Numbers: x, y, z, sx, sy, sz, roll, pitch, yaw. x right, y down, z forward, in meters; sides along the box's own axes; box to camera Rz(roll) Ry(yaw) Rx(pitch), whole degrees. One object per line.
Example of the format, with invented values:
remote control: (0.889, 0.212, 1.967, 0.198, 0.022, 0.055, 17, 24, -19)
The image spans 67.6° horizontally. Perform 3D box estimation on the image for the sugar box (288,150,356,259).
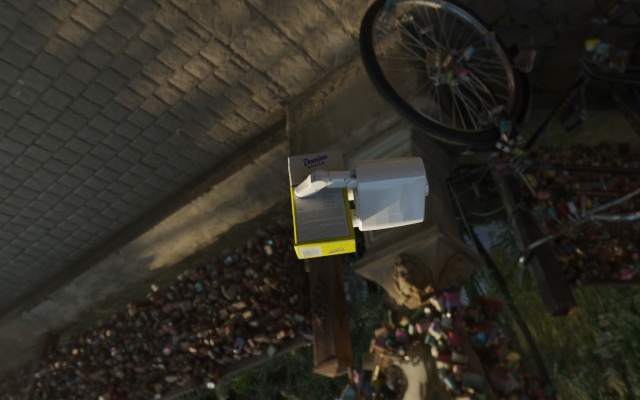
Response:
sugar box: (0.000, 0.003, 0.774, 0.093, 0.176, 0.048, -7, -36, 1)
